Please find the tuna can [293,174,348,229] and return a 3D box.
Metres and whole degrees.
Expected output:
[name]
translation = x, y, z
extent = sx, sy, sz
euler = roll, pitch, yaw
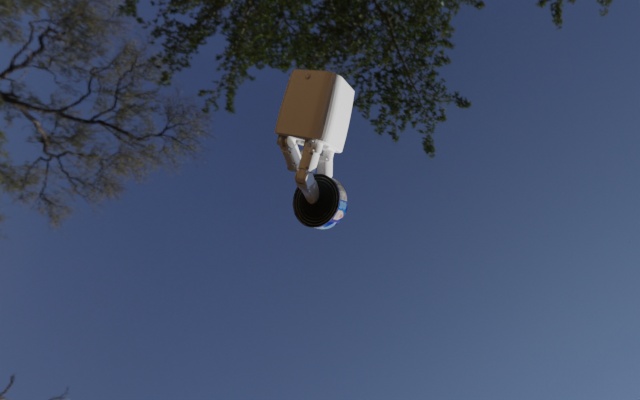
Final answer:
[tuna can]
translation = 0.000, 0.003, 0.759
extent = 0.086, 0.086, 0.034
euler = 0, -10, 32
